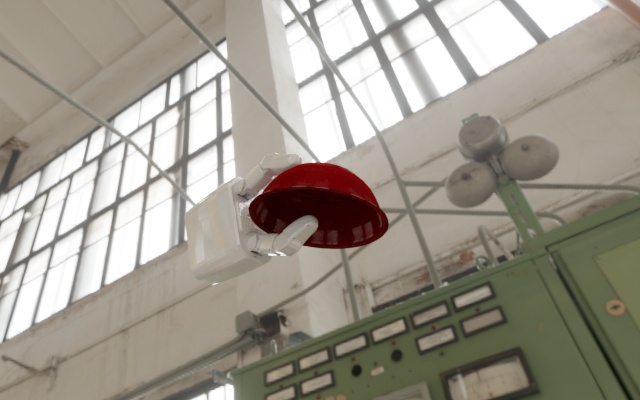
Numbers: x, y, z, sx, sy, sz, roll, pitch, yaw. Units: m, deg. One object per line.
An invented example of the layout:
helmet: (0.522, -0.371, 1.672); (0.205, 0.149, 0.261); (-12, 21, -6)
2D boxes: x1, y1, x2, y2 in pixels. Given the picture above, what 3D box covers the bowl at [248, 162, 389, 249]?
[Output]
bowl: (0.001, 0.001, 0.561); (0.162, 0.055, 0.162); (6, -27, 3)
